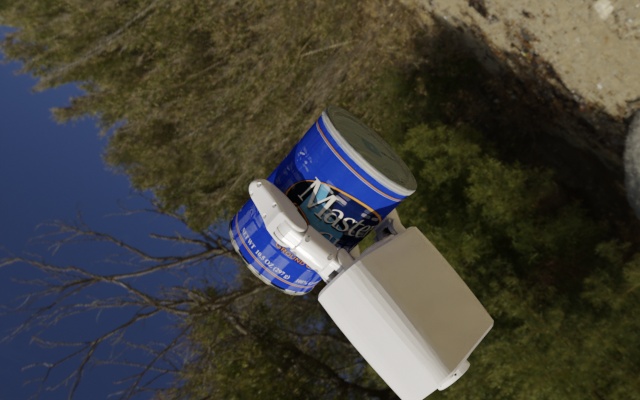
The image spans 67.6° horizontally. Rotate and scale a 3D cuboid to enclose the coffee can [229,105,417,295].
[{"bbox_3d":[0.000,0.001,0.428,0.140,0.102,0.103,-47,-22,22],"label":"coffee can"}]
